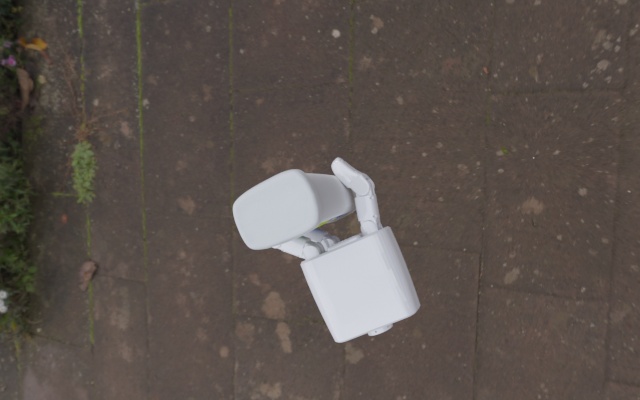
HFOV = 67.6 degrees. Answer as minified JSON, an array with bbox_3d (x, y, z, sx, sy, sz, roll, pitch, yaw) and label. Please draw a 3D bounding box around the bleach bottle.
[{"bbox_3d":[0.000,0.002,0.601,0.102,0.068,0.251,-24,-5,24],"label":"bleach bottle"}]
